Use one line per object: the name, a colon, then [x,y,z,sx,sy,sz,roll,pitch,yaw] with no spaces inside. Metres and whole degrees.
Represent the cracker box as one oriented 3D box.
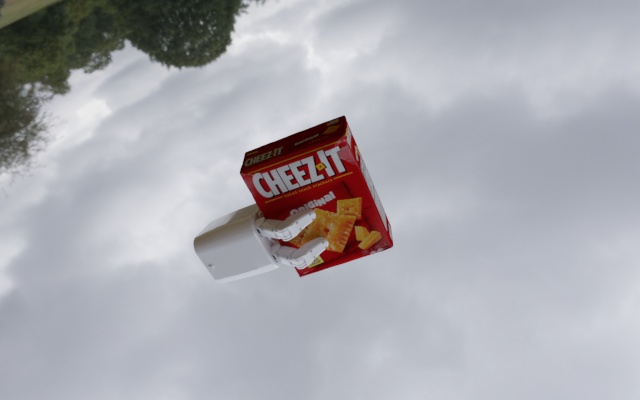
cracker box: [0.000,0.002,0.725,0.164,0.214,0.072,-19,31,13]
